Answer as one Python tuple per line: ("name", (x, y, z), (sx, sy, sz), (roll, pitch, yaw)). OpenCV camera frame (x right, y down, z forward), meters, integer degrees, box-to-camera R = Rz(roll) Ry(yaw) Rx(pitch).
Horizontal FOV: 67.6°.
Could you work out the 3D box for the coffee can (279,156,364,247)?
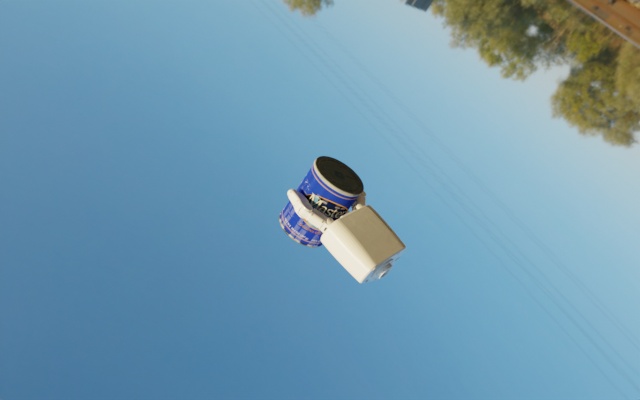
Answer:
("coffee can", (0.000, 0.003, 0.889), (0.103, 0.140, 0.102), (26, 31, -17))
